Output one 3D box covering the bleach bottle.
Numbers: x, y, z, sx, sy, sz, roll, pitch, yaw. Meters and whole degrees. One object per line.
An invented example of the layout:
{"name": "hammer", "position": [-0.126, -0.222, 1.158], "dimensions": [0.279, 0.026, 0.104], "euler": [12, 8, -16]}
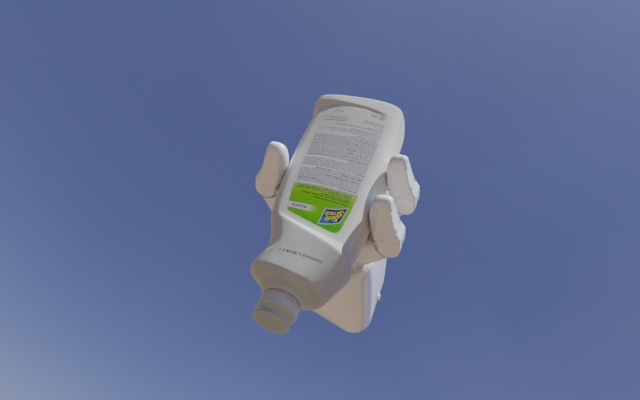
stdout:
{"name": "bleach bottle", "position": [0.000, 0.001, 0.426], "dimensions": [0.102, 0.068, 0.250], "euler": [11, 47, 19]}
